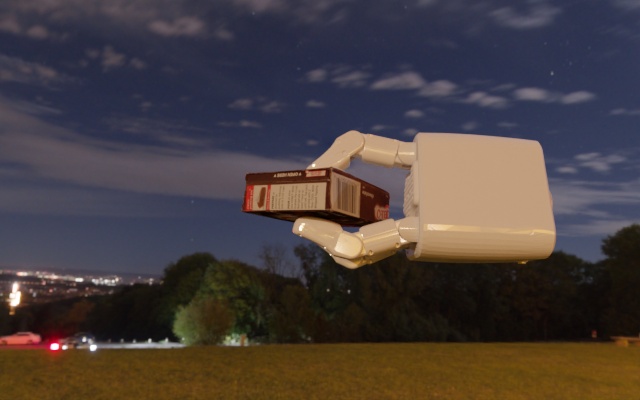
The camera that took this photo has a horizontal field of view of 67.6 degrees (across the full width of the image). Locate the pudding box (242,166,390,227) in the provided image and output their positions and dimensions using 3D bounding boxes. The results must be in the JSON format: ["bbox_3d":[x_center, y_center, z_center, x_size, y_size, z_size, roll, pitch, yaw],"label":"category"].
[{"bbox_3d":[0.000,0.001,0.429,0.090,0.039,0.113,-2,-13,32],"label":"pudding box"}]
